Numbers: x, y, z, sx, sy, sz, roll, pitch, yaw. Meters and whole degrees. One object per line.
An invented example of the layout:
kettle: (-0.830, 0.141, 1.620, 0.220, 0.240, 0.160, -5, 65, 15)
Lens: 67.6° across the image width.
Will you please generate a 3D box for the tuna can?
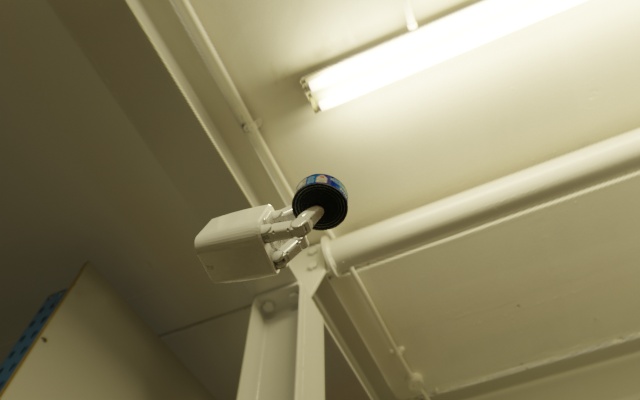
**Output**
tuna can: (0.000, 0.002, 0.735, 0.086, 0.086, 0.033, 0, 33, 6)
